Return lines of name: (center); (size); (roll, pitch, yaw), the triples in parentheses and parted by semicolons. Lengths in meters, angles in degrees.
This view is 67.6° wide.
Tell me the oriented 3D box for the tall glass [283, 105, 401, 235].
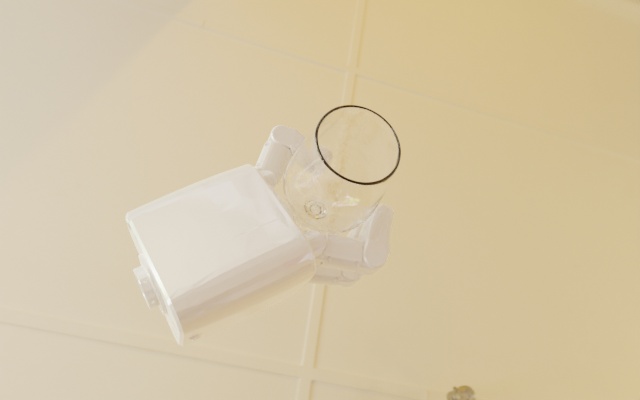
tall glass: (0.000, 0.002, 0.408); (0.079, 0.079, 0.201); (0, -24, -17)
